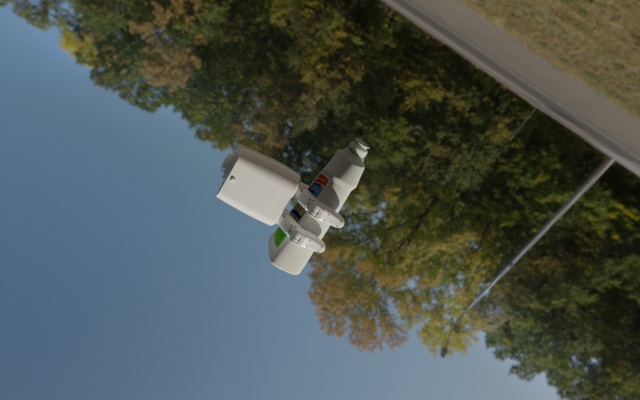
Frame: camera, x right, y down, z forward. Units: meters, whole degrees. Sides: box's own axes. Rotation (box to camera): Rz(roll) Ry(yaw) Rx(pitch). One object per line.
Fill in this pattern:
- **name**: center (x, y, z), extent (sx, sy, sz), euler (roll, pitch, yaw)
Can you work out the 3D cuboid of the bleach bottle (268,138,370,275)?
- **bleach bottle**: center (0.000, 0.003, 0.807), extent (0.068, 0.251, 0.102), euler (27, 21, -18)
